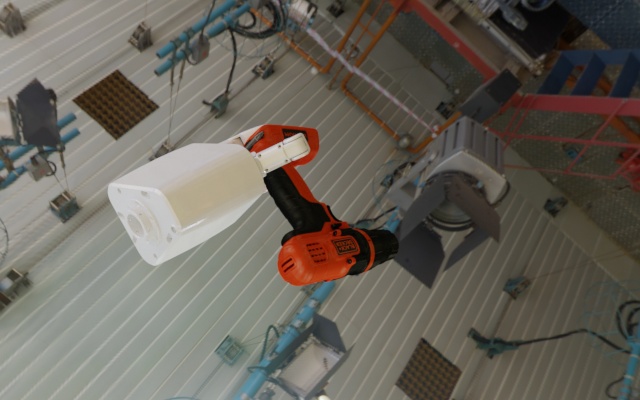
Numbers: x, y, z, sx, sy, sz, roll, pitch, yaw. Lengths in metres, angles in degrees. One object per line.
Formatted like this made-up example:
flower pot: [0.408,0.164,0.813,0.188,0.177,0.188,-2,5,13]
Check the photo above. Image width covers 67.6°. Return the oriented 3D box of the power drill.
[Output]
power drill: [0.000,0.001,0.553,0.184,0.187,0.057,-4,-32,-50]
